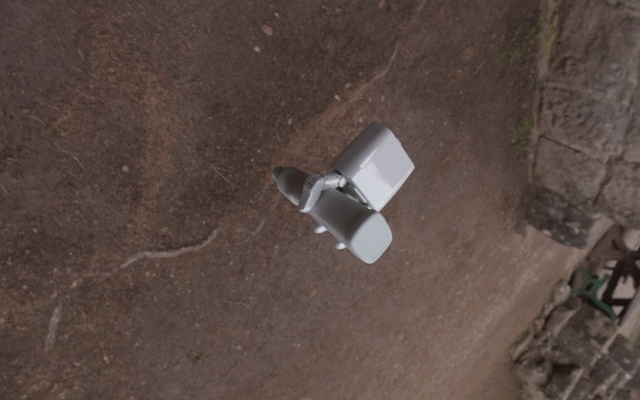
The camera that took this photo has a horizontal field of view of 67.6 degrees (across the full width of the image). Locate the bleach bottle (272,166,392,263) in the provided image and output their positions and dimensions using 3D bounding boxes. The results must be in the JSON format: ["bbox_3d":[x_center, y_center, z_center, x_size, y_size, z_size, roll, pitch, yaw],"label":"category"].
[{"bbox_3d":[0.000,0.003,0.785,0.250,0.068,0.103,36,-10,38],"label":"bleach bottle"}]
